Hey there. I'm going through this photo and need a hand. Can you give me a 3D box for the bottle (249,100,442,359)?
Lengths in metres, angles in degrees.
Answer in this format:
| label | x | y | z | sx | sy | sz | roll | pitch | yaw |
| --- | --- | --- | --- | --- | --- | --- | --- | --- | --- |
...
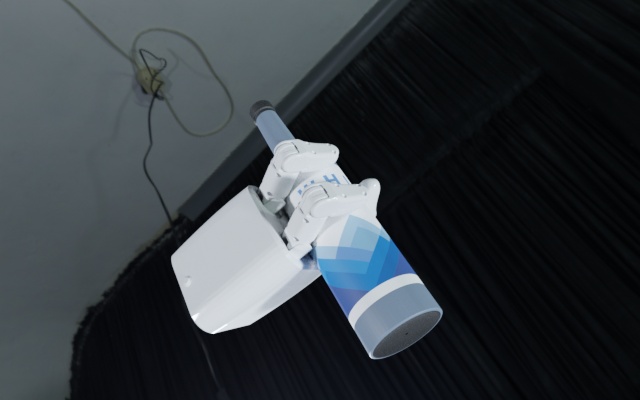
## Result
| label | x | y | z | sx | sy | sz | roll | pitch | yaw |
| --- | --- | --- | --- | --- | --- | --- | --- | --- | --- |
| bottle | 0.000 | 0.002 | 0.450 | 0.069 | 0.069 | 0.295 | 0 | 44 | -39 |
